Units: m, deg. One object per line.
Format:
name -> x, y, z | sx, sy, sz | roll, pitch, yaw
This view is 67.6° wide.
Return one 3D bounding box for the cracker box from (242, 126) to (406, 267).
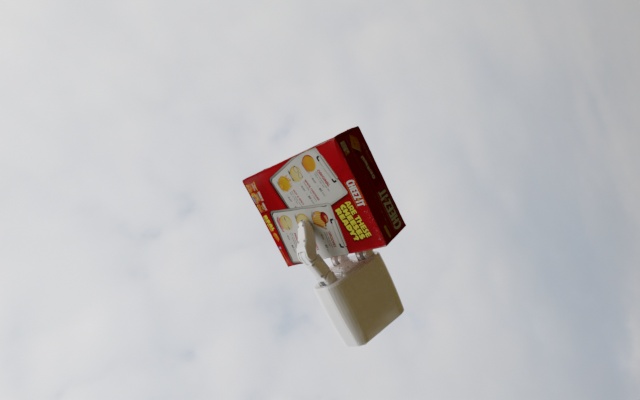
cracker box -> 0.000, 0.002, 0.723 | 0.214, 0.164, 0.072 | -19, 11, 43
